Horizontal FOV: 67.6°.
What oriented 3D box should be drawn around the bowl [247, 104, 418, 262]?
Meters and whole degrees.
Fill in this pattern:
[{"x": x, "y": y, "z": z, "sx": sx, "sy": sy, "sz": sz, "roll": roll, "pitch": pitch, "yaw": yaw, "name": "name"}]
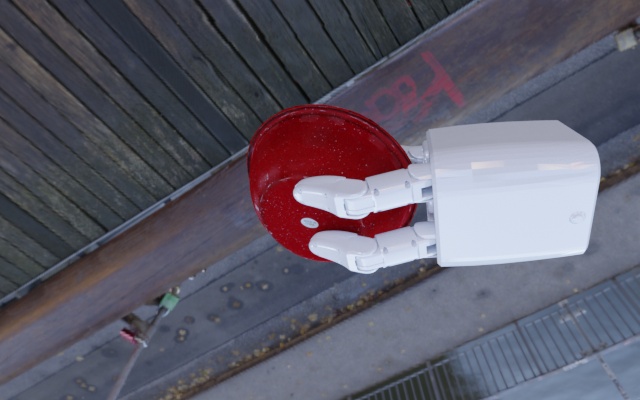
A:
[{"x": -0.001, "y": 0.002, "z": 0.414, "sx": 0.162, "sy": 0.162, "sz": 0.055, "roll": 0, "pitch": 37, "yaw": 23, "name": "bowl"}]
